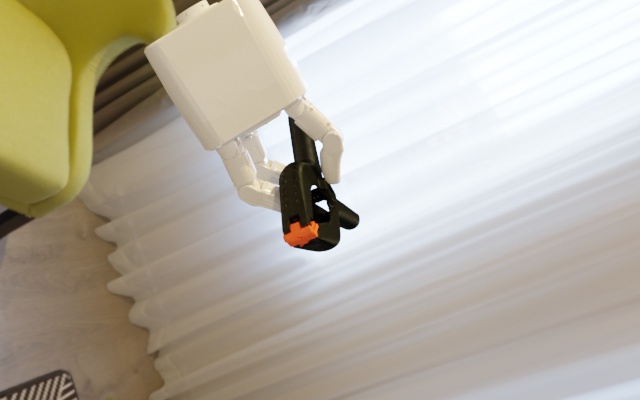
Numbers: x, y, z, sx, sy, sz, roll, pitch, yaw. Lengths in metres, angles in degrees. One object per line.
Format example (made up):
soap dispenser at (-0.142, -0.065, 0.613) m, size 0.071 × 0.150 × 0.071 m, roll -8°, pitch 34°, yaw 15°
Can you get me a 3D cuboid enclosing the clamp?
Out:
clamp at (0.001, 0.001, 0.505) m, size 0.036 × 0.165 × 0.210 m, roll -24°, pitch 23°, yaw 16°
